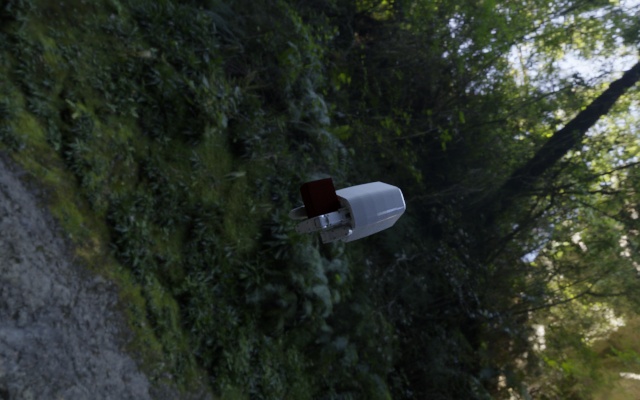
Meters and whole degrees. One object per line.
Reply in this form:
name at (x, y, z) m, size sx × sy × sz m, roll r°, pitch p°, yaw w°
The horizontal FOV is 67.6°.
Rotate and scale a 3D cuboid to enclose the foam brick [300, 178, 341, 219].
foam brick at (0.000, 0.003, 0.868) m, size 0.051 × 0.078 × 0.053 m, roll -16°, pitch -2°, yaw -16°
